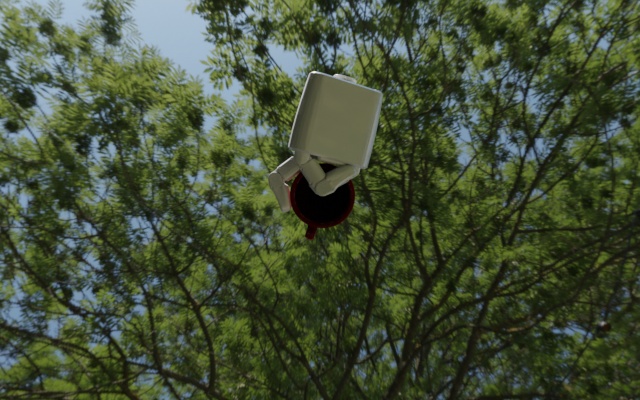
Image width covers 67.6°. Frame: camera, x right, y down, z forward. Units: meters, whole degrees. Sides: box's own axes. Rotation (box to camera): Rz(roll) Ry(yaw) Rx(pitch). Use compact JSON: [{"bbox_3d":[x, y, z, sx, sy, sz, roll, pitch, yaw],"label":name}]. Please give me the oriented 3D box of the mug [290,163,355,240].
[{"bbox_3d":[0.000,0.004,0.718,0.093,0.117,0.081,15,4,-1],"label":"mug"}]
